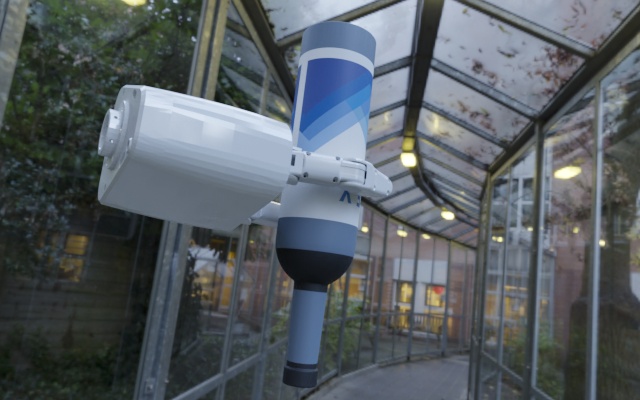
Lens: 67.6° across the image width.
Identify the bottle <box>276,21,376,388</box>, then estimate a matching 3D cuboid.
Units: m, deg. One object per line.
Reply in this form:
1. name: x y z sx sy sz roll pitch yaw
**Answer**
1. bottle: 0.000 0.001 0.402 0.069 0.295 0.069 6 -10 1
